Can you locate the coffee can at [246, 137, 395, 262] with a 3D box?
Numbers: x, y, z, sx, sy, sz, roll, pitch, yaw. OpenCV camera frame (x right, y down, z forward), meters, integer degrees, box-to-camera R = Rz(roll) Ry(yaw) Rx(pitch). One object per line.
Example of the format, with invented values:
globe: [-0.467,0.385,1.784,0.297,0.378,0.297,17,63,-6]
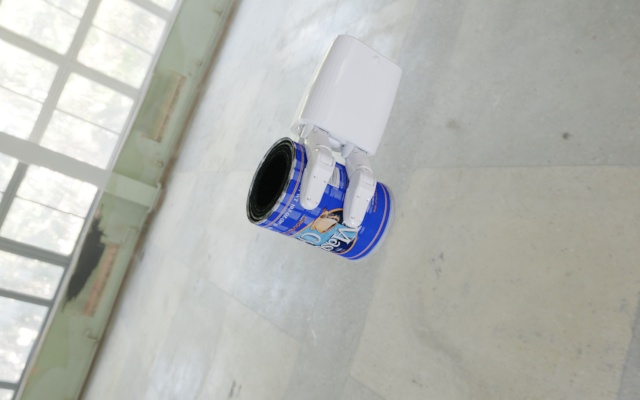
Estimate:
coffee can: [0.000,0.002,0.553,0.140,0.103,0.103,23,-11,-28]
